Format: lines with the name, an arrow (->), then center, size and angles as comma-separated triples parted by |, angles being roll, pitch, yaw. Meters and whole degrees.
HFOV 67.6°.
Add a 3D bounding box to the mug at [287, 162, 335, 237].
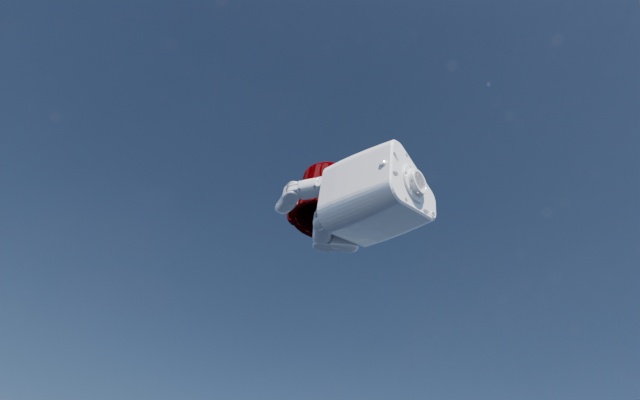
mug -> -0.001, 0.003, 0.700 | 0.117, 0.081, 0.093 | -21, -48, 33
